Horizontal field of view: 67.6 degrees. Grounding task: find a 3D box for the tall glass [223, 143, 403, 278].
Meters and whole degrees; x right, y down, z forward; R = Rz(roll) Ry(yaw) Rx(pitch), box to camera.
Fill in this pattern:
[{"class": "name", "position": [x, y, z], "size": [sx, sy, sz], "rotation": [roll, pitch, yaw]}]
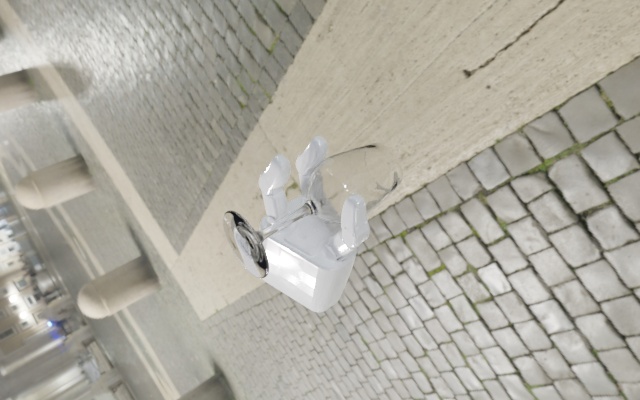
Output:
[{"class": "tall glass", "position": [0.000, 0.002, 0.515], "size": [0.201, 0.079, 0.079], "rotation": [-30, 16, -31]}]
